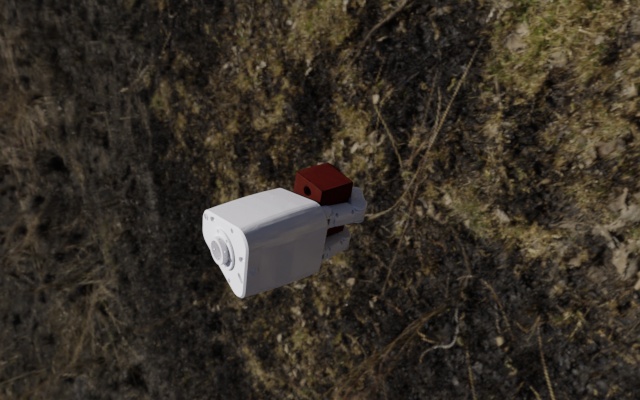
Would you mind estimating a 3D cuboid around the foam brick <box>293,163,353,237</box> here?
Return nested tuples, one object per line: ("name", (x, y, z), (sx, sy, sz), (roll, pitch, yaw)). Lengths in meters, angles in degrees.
("foam brick", (0.000, 0.002, 0.597), (0.051, 0.078, 0.053), (-17, 41, -35))
